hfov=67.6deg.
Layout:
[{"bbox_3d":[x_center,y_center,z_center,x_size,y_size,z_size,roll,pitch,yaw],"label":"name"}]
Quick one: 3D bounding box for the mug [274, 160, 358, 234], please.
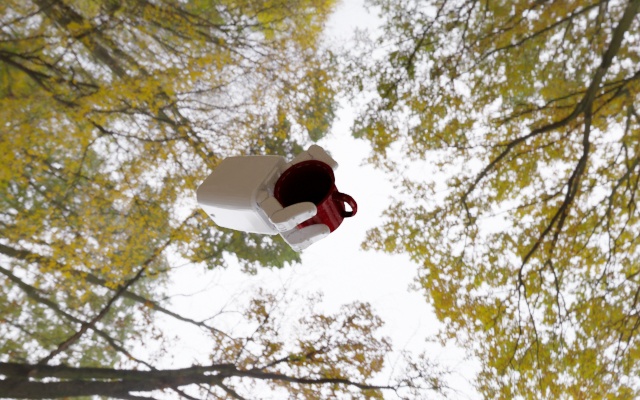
[{"bbox_3d":[0.002,0.002,0.696,0.117,0.093,0.081,5,-32,26],"label":"mug"}]
